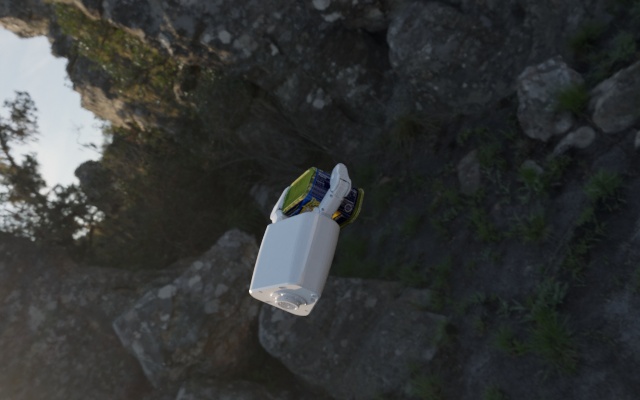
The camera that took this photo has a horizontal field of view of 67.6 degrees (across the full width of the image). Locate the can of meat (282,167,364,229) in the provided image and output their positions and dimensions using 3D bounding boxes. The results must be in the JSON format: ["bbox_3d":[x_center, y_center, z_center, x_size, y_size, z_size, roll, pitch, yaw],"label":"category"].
[{"bbox_3d":[0.000,0.002,0.703,0.084,0.057,0.102,27,-31,-18],"label":"can of meat"}]
